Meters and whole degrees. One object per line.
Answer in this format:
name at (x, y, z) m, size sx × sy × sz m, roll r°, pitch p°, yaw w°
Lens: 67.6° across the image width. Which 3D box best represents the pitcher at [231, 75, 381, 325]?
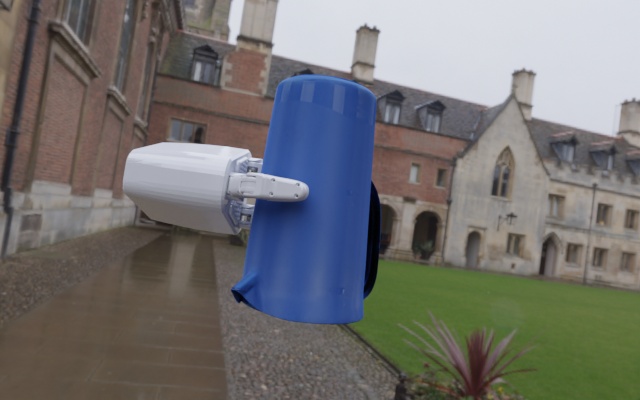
pitcher at (0.000, 0.002, 0.512) m, size 0.145 × 0.243 × 0.149 m, roll 7°, pitch -3°, yaw 5°
